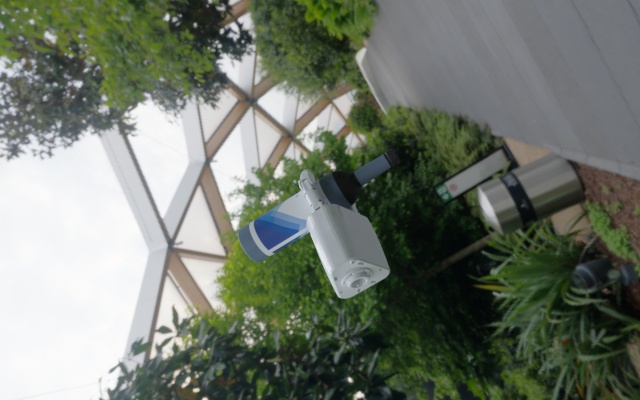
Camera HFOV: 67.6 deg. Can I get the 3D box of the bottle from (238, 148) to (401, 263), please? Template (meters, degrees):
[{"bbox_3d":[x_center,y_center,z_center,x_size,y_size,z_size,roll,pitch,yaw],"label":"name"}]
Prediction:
[{"bbox_3d":[0.000,0.003,0.799,0.296,0.069,0.069,-32,-7,11],"label":"bottle"}]
